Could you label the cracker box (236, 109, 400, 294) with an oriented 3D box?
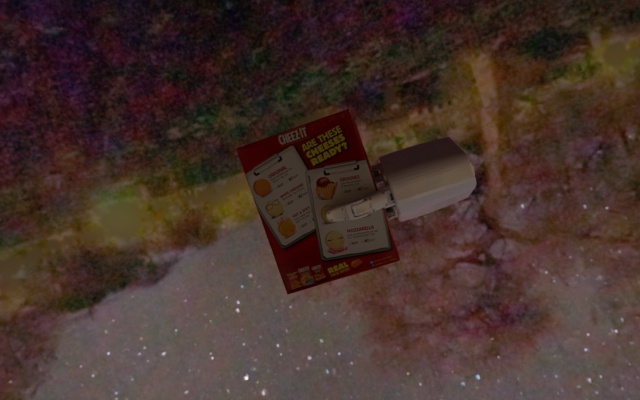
[{"bbox_3d":[0.000,0.002,0.666,0.164,0.214,0.072,-18,5,7],"label":"cracker box"}]
